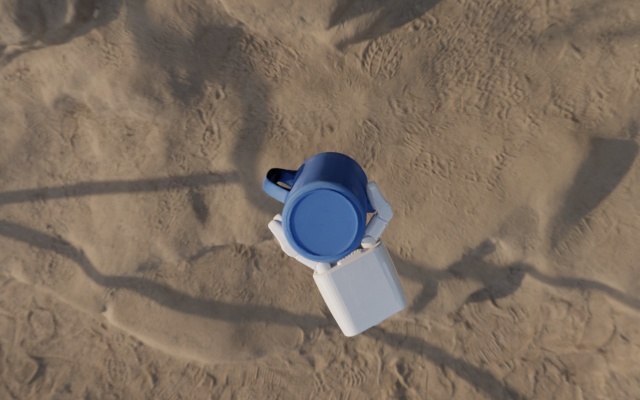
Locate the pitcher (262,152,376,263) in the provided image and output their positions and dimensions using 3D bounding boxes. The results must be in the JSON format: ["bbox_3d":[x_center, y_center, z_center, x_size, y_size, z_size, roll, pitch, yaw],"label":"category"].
[{"bbox_3d":[0.000,0.002,0.711,0.149,0.145,0.242,-24,9,8],"label":"pitcher"}]
